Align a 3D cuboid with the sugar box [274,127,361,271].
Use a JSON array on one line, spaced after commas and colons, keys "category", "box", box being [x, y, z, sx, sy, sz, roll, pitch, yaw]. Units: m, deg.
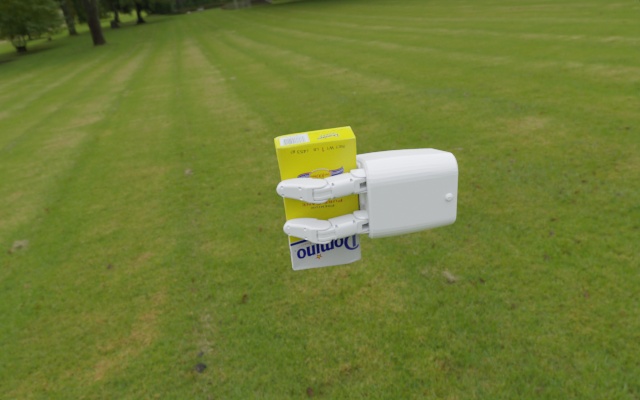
[{"category": "sugar box", "box": [0.000, 0.002, 0.595, 0.093, 0.176, 0.048, -8, 28, -3]}]
